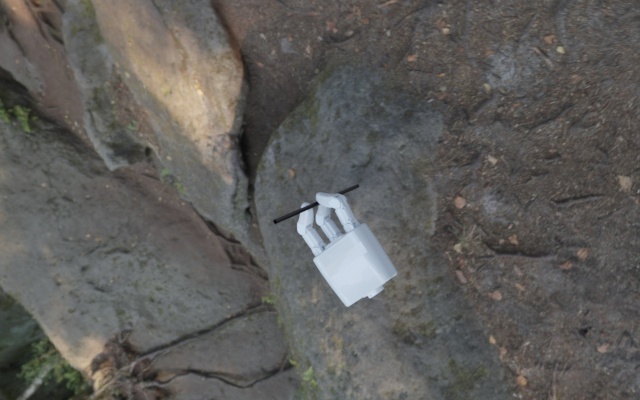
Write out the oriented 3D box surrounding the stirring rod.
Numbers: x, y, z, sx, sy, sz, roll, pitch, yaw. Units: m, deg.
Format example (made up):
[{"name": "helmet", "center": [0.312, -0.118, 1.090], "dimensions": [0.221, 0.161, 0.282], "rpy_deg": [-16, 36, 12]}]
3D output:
[{"name": "stirring rod", "center": [0.000, 0.003, 0.873], "dimensions": [0.011, 0.011, 0.239], "rpy_deg": [0, 16, 40]}]
